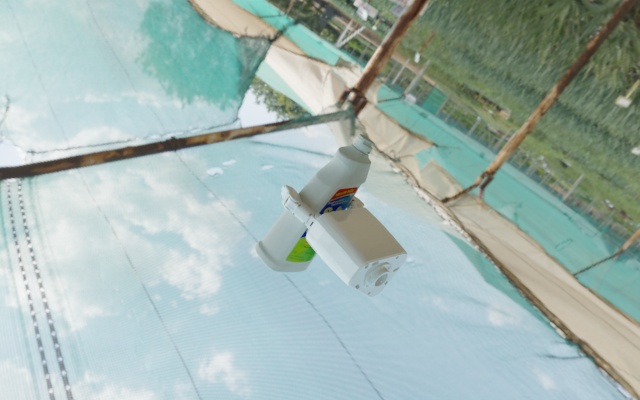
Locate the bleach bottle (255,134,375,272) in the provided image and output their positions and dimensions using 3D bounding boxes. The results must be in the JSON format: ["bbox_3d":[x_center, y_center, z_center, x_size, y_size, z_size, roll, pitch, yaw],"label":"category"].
[{"bbox_3d":[0.000,0.003,0.769,0.102,0.251,0.068,11,29,-51],"label":"bleach bottle"}]
